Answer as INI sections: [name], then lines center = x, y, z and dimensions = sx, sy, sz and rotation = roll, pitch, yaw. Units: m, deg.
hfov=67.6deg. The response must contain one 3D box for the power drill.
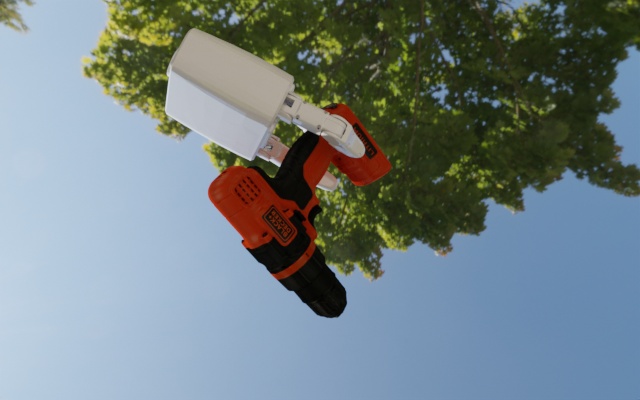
[power drill]
center = 0.000, 0.001, 0.497
dimensions = 0.057, 0.184, 0.187
rotation = -16, 28, 50
